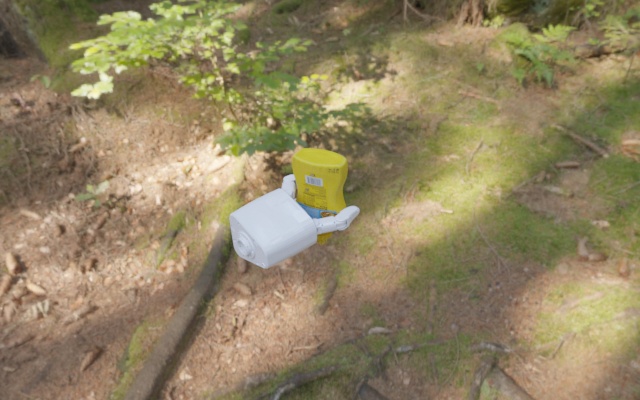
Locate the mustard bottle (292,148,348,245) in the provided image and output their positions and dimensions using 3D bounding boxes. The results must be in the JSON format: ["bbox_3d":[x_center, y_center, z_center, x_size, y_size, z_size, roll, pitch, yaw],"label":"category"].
[{"bbox_3d":[0.000,0.002,0.872,0.096,0.192,0.058,13,37,20],"label":"mustard bottle"}]
